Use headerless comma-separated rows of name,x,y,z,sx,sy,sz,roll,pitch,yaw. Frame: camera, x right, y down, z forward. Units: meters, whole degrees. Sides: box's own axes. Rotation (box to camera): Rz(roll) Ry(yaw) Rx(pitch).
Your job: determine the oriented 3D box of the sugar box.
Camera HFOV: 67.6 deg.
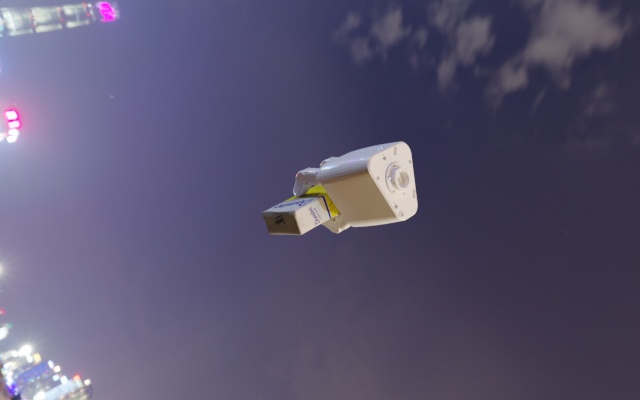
sugar box,0.000,0.002,0.794,0.176,0.048,0.093,-25,13,-37
